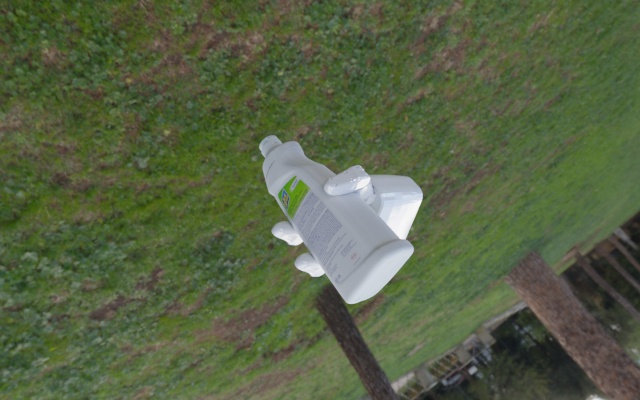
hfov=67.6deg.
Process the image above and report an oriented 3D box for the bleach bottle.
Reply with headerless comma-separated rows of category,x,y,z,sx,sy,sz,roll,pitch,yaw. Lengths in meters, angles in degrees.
bleach bottle,0.000,0.002,0.603,0.068,0.103,0.250,-6,49,-46
